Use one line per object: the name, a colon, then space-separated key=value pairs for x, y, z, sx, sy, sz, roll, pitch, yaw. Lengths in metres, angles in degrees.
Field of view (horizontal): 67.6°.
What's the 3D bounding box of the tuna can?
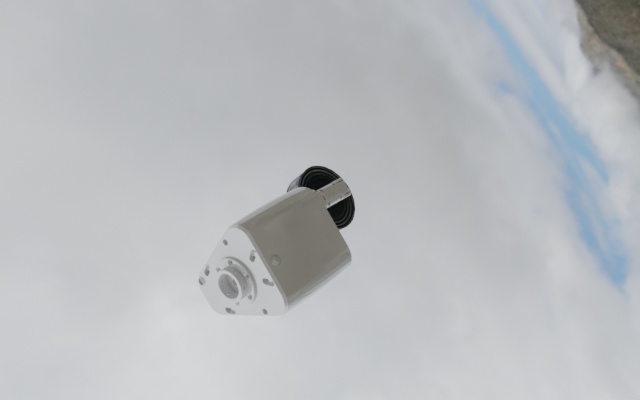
tuna can: x=0.000 y=0.002 z=0.592 sx=0.086 sy=0.086 sz=0.034 roll=0 pitch=-25 yaw=-42
